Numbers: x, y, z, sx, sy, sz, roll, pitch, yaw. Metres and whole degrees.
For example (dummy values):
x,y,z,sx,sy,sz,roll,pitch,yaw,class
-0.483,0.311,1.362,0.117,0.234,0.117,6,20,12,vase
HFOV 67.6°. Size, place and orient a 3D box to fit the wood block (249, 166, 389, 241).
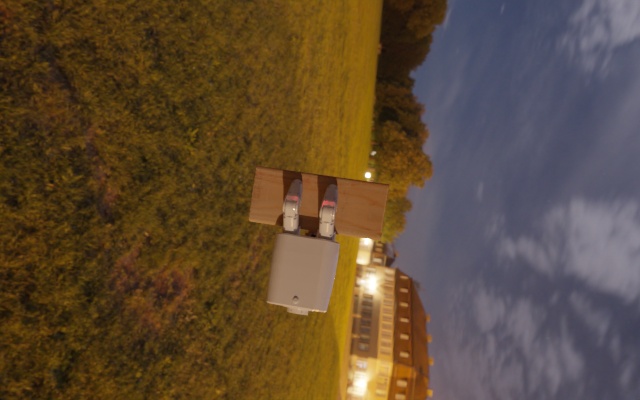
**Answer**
x,y,z,sx,sy,sz,roll,pitch,yaw,class
0.000,0.003,0.771,0.206,0.090,0.091,8,2,6,wood block
